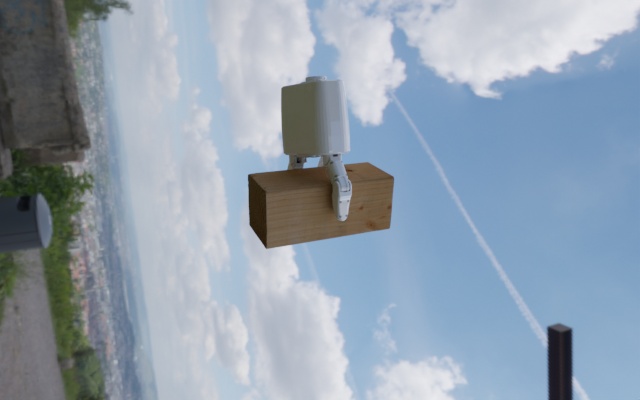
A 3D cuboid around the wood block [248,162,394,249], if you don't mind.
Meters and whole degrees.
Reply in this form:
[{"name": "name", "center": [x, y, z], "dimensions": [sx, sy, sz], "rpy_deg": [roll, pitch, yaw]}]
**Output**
[{"name": "wood block", "center": [0.000, 0.002, 0.739], "dimensions": [0.206, 0.090, 0.090], "rpy_deg": [-7, 23, -22]}]
